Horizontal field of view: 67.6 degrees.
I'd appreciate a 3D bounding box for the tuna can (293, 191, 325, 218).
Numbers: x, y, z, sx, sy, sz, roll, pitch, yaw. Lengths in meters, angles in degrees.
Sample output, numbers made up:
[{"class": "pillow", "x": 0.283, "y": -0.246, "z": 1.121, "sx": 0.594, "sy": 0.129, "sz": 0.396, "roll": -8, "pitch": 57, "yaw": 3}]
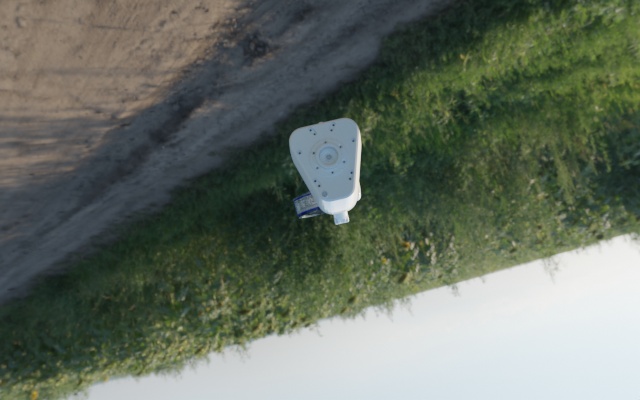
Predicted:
[{"class": "tuna can", "x": 0.000, "y": 0.003, "z": 0.787, "sx": 0.086, "sy": 0.033, "sz": 0.086, "roll": -15, "pitch": -6, "yaw": -2}]
